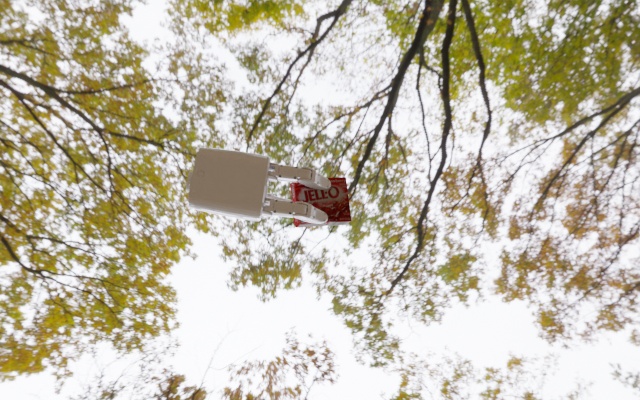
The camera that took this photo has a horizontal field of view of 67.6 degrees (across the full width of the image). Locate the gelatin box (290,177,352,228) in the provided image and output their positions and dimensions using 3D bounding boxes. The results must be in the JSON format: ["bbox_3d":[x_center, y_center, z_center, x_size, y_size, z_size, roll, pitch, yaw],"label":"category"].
[{"bbox_3d":[0.000,0.003,0.750,0.089,0.073,0.030,-2,-14,-17],"label":"gelatin box"}]
